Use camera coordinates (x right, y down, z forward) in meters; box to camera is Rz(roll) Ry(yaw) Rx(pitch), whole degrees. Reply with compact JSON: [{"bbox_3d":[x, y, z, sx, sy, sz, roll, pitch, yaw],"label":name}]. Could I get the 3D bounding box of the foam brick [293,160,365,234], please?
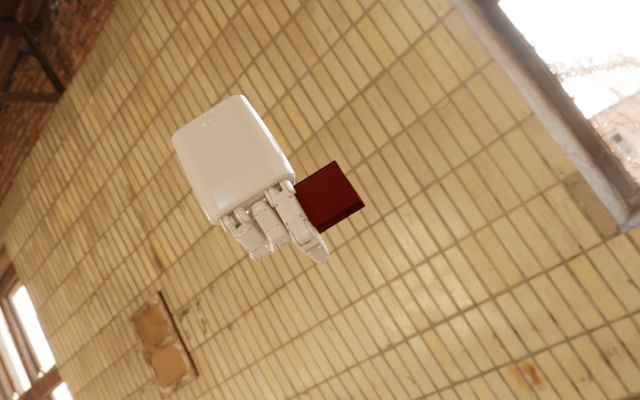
[{"bbox_3d":[0.000,0.002,0.509,0.078,0.051,0.053,-32,-13,4],"label":"foam brick"}]
